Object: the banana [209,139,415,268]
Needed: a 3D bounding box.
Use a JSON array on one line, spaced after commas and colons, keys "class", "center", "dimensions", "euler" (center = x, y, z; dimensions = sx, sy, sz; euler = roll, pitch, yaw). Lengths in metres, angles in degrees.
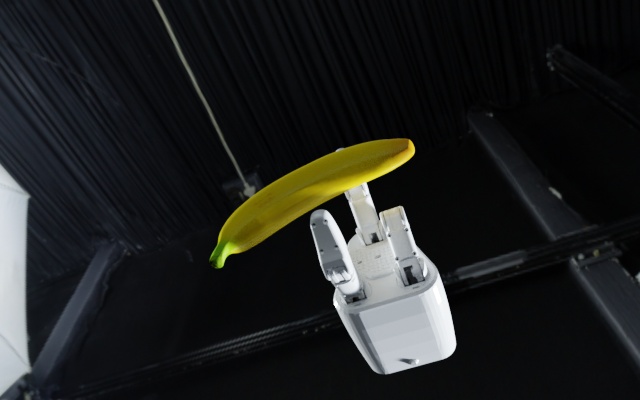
[{"class": "banana", "center": [-0.011, -0.004, 0.419], "dimensions": [0.198, 0.037, 0.069], "euler": [-32, 33, -12]}]
